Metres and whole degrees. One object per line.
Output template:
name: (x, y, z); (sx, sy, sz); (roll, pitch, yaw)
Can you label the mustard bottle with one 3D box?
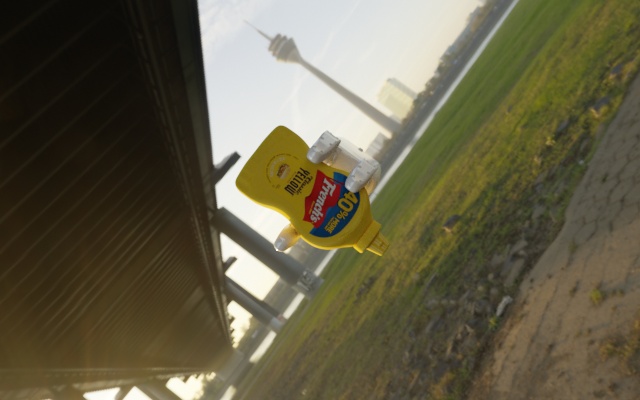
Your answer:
mustard bottle: (0.000, 0.002, 0.569); (0.191, 0.096, 0.058); (36, -8, 4)
